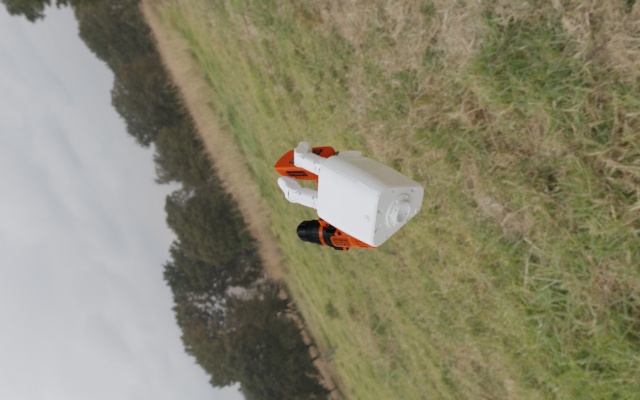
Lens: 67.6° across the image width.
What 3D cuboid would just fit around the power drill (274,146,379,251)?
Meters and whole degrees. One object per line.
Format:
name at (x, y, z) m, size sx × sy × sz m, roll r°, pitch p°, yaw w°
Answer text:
power drill at (0.000, 0.002, 0.794) m, size 0.184 × 0.188 × 0.057 m, roll -2°, pitch 39°, yaw 41°
